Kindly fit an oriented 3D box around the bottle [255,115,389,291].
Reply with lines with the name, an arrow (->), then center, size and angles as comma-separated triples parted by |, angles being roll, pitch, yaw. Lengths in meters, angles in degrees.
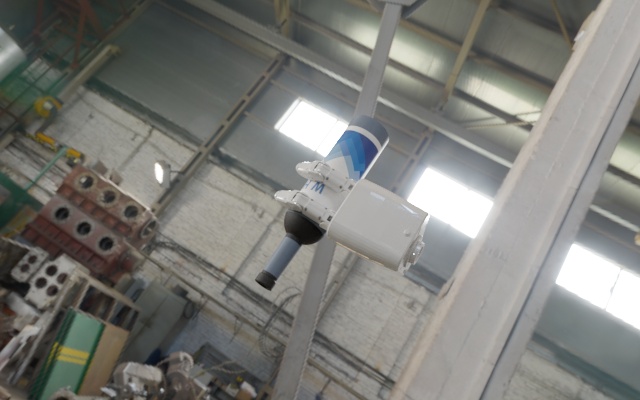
bottle -> 0.000, 0.002, 0.700 | 0.069, 0.295, 0.069 | 30, -21, 13
